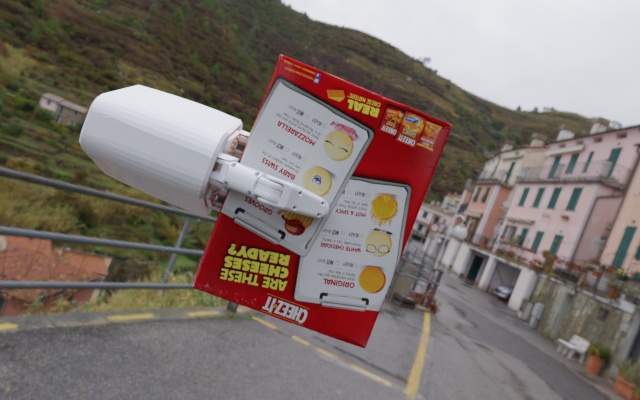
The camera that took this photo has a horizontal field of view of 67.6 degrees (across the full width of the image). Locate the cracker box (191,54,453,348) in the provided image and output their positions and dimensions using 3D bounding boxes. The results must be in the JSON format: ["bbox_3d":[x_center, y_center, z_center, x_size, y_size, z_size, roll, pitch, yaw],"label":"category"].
[{"bbox_3d":[0.000,0.001,0.441,0.164,0.213,0.072,21,2,-5],"label":"cracker box"}]
